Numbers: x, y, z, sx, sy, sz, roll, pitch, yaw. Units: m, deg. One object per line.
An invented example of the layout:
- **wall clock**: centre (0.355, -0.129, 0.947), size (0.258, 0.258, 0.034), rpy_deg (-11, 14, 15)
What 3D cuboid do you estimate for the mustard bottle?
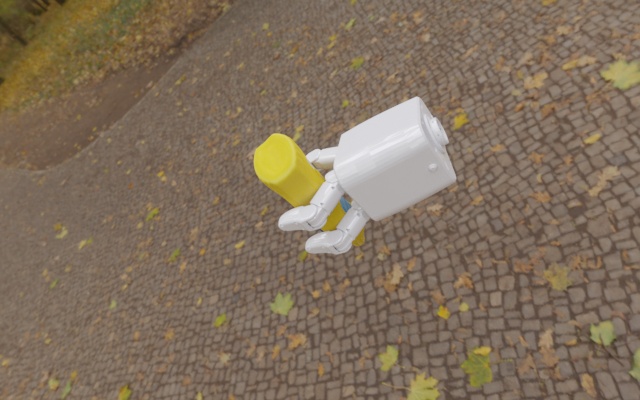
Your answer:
- **mustard bottle**: centre (0.000, 0.002, 0.603), size (0.192, 0.058, 0.096), rpy_deg (44, 5, -37)
